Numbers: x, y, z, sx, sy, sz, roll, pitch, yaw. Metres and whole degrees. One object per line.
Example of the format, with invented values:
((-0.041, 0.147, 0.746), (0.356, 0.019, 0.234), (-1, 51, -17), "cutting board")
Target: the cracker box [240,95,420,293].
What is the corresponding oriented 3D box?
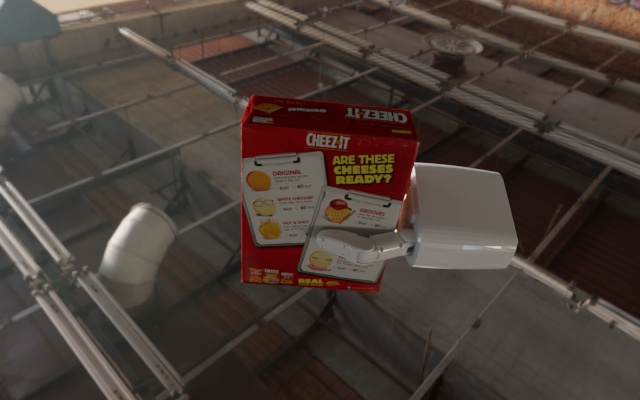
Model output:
((0.000, 0.002, 0.516), (0.164, 0.214, 0.072), (5, 38, -3), "cracker box")
